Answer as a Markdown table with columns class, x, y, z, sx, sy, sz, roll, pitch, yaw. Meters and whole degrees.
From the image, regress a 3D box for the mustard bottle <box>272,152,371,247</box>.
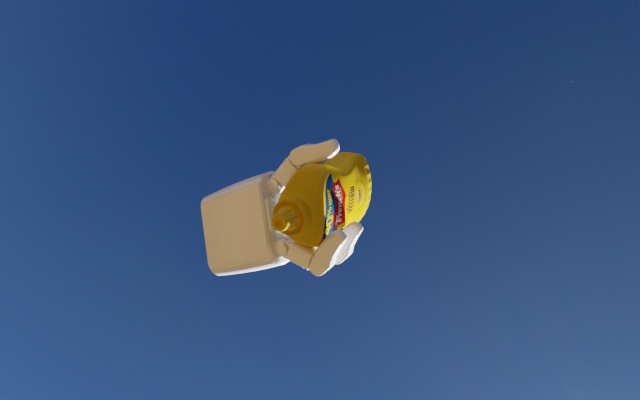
| class | x | y | z | sx | sy | sz | roll | pitch | yaw |
| --- | --- | --- | --- | --- | --- | --- | --- | --- | --- |
| mustard bottle | 0.001 | 0.002 | 0.562 | 0.058 | 0.096 | 0.191 | 12 | 18 | 25 |
